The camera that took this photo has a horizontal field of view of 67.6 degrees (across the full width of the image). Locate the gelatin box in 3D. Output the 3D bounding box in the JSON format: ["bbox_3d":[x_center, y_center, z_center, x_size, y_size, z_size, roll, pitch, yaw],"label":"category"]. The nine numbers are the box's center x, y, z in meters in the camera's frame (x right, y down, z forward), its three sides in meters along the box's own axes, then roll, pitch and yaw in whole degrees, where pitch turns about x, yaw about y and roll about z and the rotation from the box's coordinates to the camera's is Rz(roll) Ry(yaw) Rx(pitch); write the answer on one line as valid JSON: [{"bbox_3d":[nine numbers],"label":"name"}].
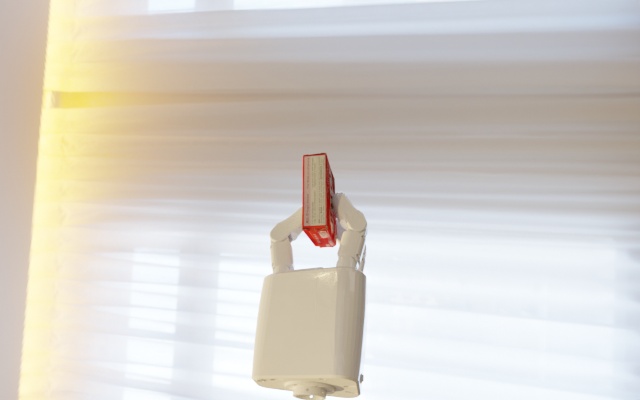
[{"bbox_3d":[0.000,0.001,0.540,0.030,0.089,0.073,-4,-21,8],"label":"gelatin box"}]
